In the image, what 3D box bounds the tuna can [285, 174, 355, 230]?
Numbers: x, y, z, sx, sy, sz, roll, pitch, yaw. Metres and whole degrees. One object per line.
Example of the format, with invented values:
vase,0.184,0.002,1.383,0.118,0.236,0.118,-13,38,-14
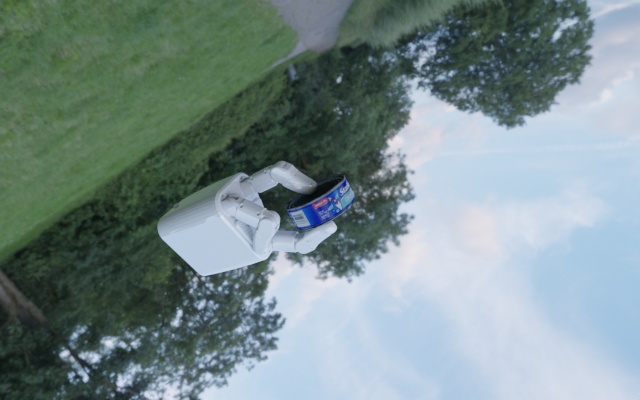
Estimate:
tuna can,0.000,0.002,0.604,0.086,0.034,0.086,-27,13,7
